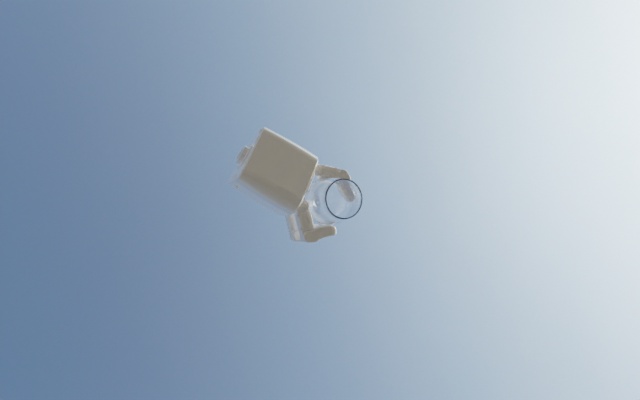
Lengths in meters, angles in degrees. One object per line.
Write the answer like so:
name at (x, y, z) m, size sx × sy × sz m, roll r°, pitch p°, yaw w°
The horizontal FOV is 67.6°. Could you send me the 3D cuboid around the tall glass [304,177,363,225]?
tall glass at (0.000, 0.003, 0.810) m, size 0.079 × 0.079 × 0.201 m, roll 0°, pitch -3°, yaw -21°
